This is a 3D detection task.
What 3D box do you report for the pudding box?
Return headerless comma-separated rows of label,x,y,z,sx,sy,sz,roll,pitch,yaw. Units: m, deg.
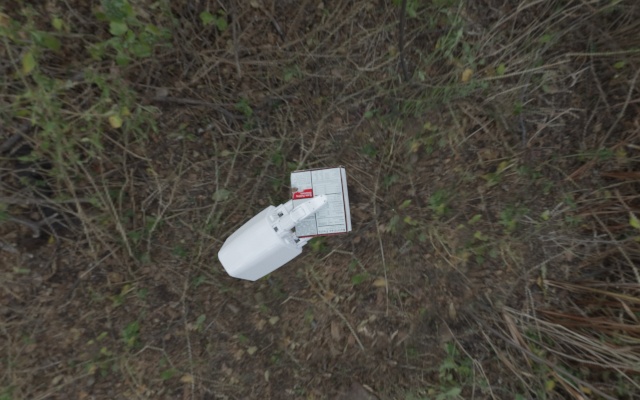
pudding box,0.000,0.003,0.791,0.090,0.113,0.039,-6,0,12
